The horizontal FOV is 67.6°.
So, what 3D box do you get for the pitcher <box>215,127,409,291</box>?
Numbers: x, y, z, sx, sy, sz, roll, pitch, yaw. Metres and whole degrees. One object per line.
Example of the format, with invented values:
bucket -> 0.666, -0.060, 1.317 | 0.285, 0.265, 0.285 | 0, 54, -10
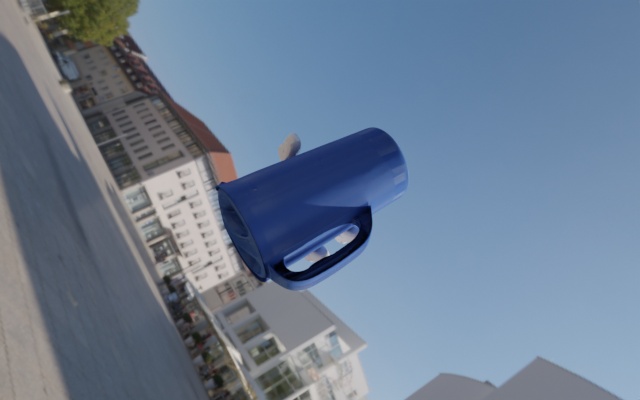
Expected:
pitcher -> 0.000, 0.002, 0.625 | 0.243, 0.149, 0.145 | -27, 11, -21
